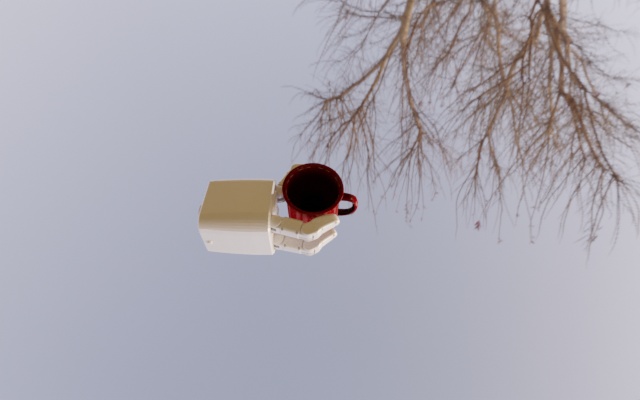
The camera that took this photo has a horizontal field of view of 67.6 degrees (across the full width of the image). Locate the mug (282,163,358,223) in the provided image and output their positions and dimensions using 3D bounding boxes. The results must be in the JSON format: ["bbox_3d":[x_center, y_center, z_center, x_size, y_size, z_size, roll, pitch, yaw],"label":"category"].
[{"bbox_3d":[0.002,0.003,0.750,0.117,0.093,0.081,4,-30,1],"label":"mug"}]
